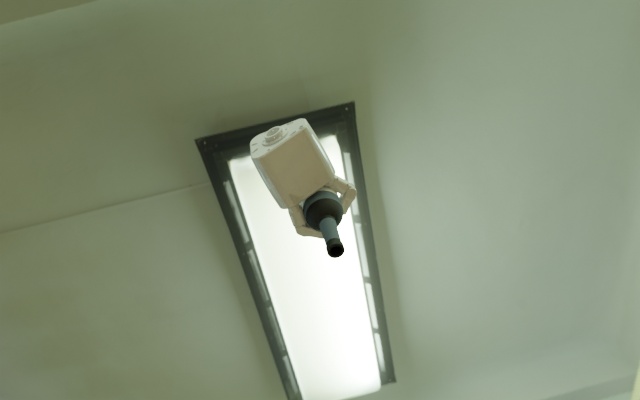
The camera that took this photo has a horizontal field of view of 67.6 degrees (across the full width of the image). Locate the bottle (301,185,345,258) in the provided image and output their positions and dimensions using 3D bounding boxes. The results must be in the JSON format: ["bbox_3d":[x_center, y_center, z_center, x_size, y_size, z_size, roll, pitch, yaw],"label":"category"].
[{"bbox_3d":[0.000,0.003,0.836,0.069,0.069,0.295,0,30,-10],"label":"bottle"}]
